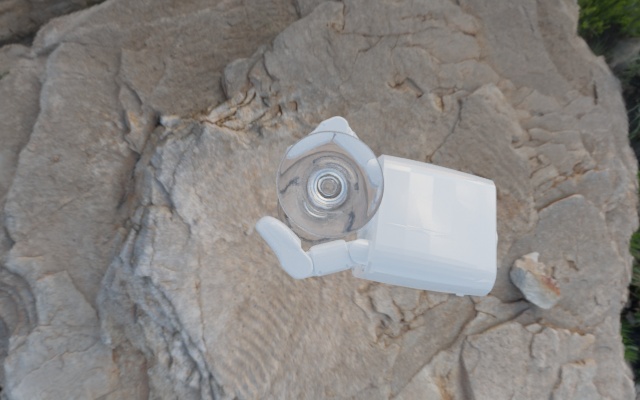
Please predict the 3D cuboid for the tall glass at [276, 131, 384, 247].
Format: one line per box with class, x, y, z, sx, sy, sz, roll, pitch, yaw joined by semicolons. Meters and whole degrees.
tall glass;0.000;0.001;0.423;0.079;0.079;0.201;0;-7;-5
